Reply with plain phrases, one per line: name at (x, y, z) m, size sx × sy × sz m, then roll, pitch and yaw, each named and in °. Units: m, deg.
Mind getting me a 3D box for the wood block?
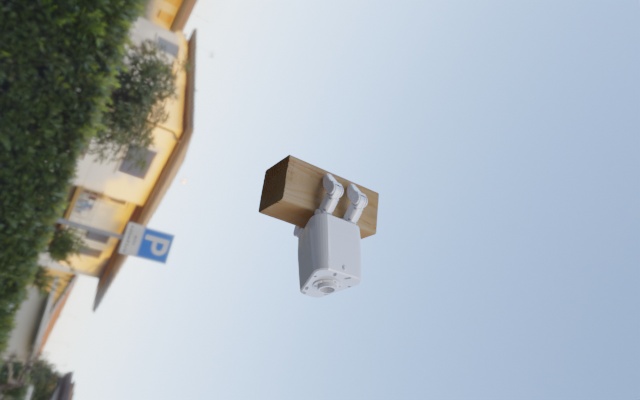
wood block at (0.000, 0.003, 0.893) m, size 0.206 × 0.090 × 0.091 m, roll 22°, pitch -29°, yaw -29°
